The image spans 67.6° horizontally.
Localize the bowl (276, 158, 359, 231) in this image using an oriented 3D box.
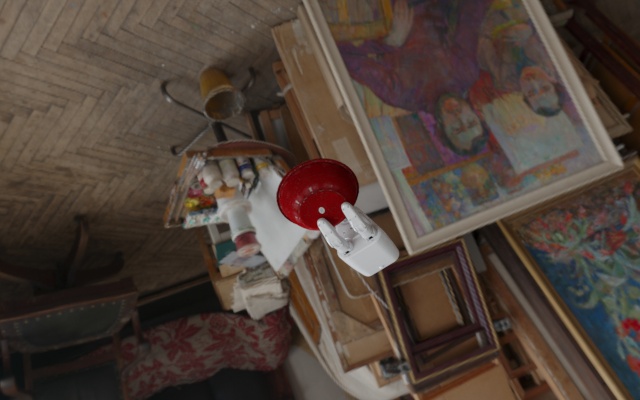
[{"bbox_3d":[-0.001,0.003,0.896,0.162,0.162,0.055,0,35,-13],"label":"bowl"}]
